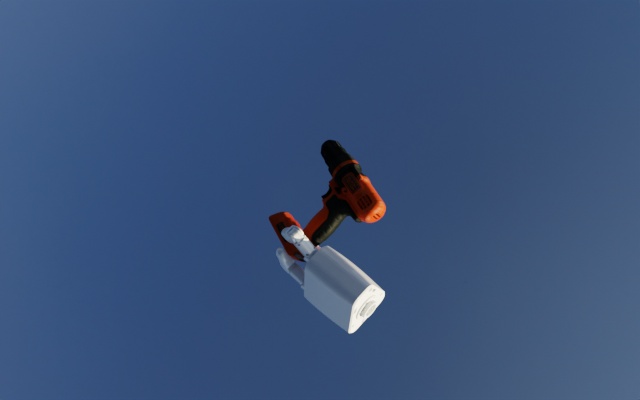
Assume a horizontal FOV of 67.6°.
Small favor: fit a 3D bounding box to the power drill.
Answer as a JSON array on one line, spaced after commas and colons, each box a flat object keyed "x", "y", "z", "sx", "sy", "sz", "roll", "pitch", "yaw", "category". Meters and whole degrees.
[{"x": 0.000, "y": 0.003, "z": 0.837, "sx": 0.188, "sy": 0.184, "sz": 0.057, "roll": -41, "pitch": -36, "yaw": 13, "category": "power drill"}]
